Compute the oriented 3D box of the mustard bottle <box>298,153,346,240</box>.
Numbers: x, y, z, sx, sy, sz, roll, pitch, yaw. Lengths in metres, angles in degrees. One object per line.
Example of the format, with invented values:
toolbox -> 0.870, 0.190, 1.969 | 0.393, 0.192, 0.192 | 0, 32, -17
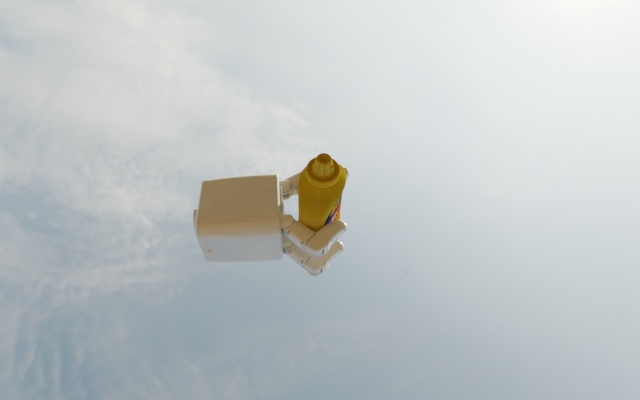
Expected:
mustard bottle -> 0.000, 0.002, 0.633 | 0.058, 0.096, 0.192 | 18, -31, 9
